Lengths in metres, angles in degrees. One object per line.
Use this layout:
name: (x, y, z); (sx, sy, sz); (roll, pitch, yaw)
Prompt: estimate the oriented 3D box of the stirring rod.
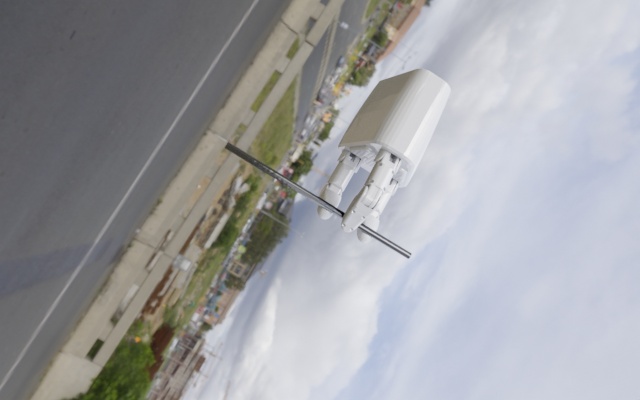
stirring rod: (0.000, 0.002, 0.533); (0.239, 0.011, 0.011); (31, -4, -7)
